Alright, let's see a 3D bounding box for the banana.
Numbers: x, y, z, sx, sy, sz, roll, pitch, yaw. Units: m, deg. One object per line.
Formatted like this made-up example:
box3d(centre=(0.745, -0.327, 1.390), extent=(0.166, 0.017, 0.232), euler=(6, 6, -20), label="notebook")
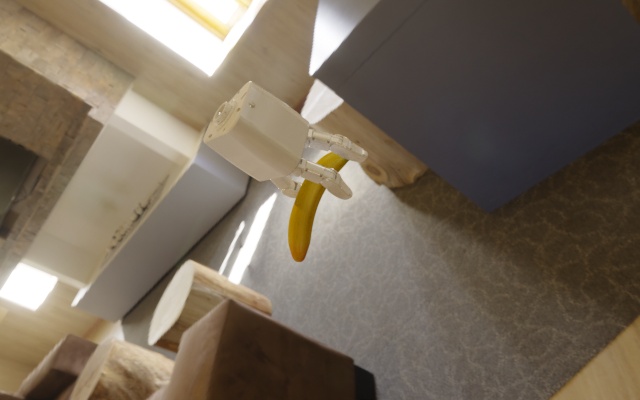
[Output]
box3d(centre=(-0.009, -0.002, 0.724), extent=(0.037, 0.197, 0.069), euler=(36, -16, -33), label="banana")
